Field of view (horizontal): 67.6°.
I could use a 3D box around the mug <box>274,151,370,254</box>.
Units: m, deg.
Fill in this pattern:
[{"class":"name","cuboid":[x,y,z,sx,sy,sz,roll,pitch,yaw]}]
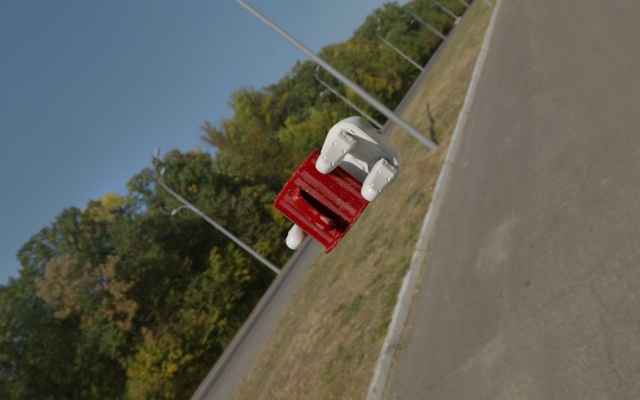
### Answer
[{"class":"mug","cuboid":[0.000,0.002,0.521,0.081,0.093,0.117,37,19,0]}]
